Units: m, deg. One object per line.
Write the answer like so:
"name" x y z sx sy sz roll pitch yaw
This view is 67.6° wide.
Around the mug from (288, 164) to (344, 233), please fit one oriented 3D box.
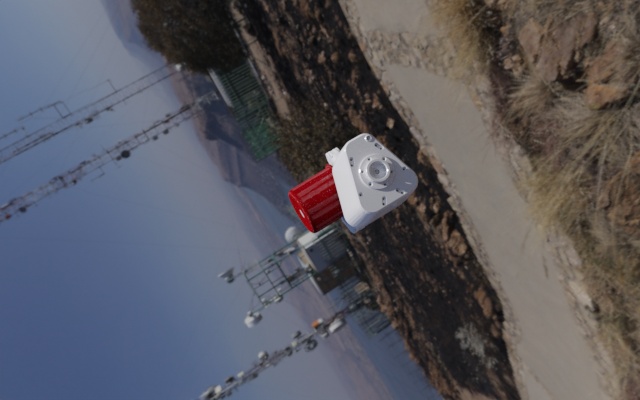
"mug" 0.000 0.003 0.792 0.081 0.093 0.117 -32 -7 -11
